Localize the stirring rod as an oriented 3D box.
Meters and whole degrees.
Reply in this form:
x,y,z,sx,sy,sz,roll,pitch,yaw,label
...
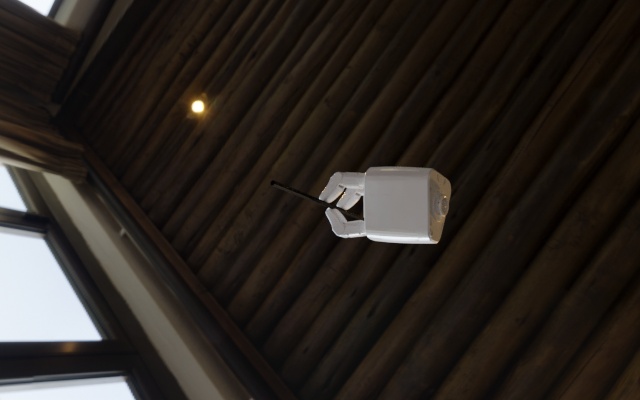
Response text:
x,y,z,sx,sy,sz,roll,pitch,yaw,label
0.000,0.003,0.771,0.011,0.011,0.239,0,-13,35,stirring rod
